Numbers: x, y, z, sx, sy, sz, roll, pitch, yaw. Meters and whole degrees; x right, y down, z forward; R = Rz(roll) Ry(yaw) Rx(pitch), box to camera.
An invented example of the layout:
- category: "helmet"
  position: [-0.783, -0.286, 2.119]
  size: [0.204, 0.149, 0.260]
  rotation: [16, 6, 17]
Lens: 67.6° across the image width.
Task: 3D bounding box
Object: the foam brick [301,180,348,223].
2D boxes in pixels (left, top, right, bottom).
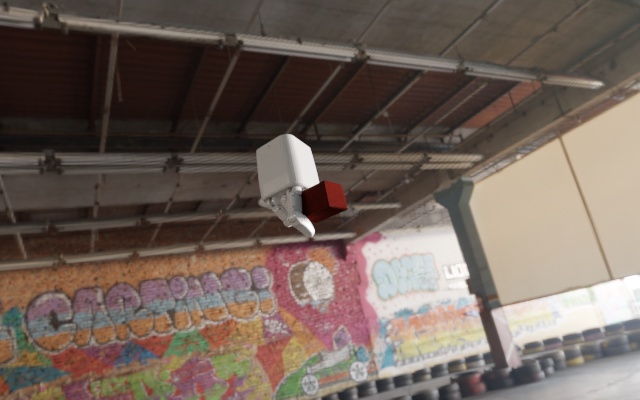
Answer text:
- category: "foam brick"
  position: [0.000, 0.003, 0.870]
  size: [0.078, 0.051, 0.053]
  rotation: [-24, -23, 36]
